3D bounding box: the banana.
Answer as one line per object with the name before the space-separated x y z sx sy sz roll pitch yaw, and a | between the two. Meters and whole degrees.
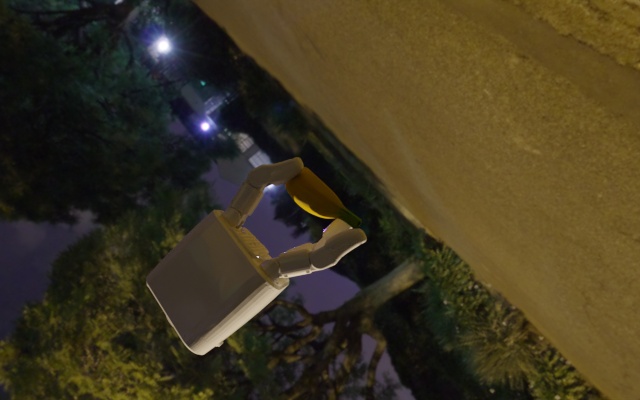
banana | -0.012 -0.010 0.553 0.070 0.037 0.197 45 1 -18
